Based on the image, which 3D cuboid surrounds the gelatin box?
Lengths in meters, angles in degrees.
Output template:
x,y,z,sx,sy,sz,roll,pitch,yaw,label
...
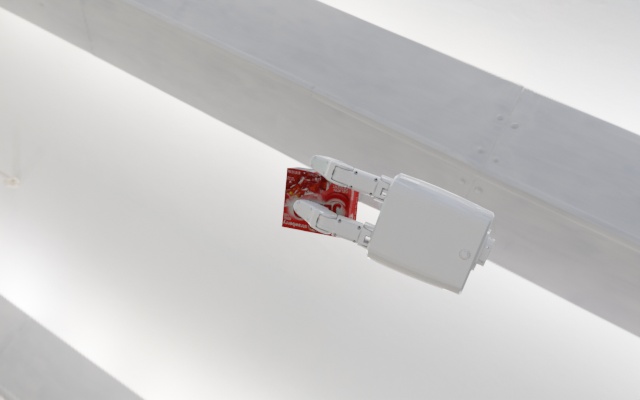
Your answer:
x,y,z,sx,sy,sz,roll,pitch,yaw,label
0.000,0.002,0.564,0.089,0.073,0.030,10,10,27,gelatin box
